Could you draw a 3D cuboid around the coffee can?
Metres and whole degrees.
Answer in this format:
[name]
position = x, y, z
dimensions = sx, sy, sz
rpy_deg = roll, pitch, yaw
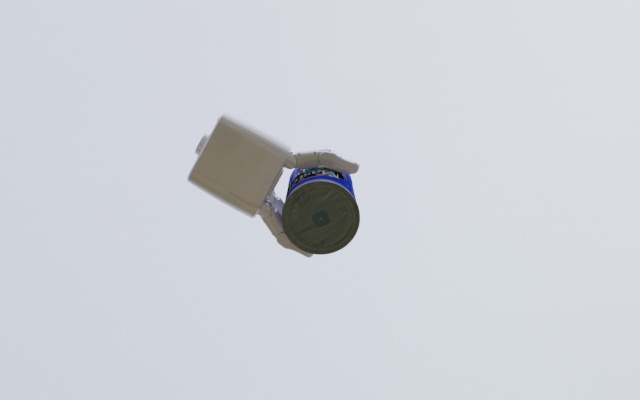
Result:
[coffee can]
position = 0.000, 0.002, 0.684
dimensions = 0.103, 0.103, 0.140
rpy_deg = 0, 18, 0
